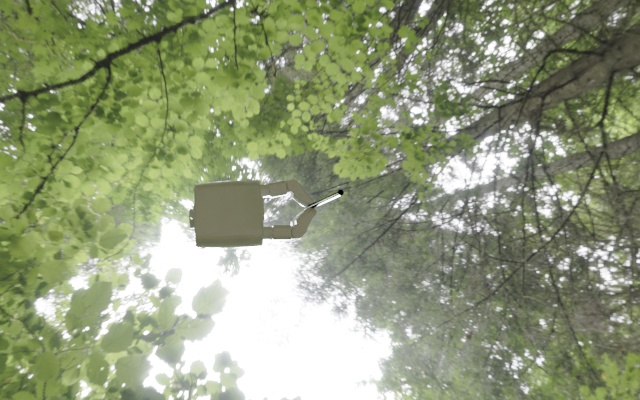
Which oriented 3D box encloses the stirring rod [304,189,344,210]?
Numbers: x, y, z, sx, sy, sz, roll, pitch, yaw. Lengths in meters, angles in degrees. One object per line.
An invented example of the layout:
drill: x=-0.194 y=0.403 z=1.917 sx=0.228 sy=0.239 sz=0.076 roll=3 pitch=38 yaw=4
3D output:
stirring rod: x=0.000 y=0.002 z=0.723 sx=0.011 sy=0.011 sz=0.239 roll=0 pitch=-6 yaw=-12
